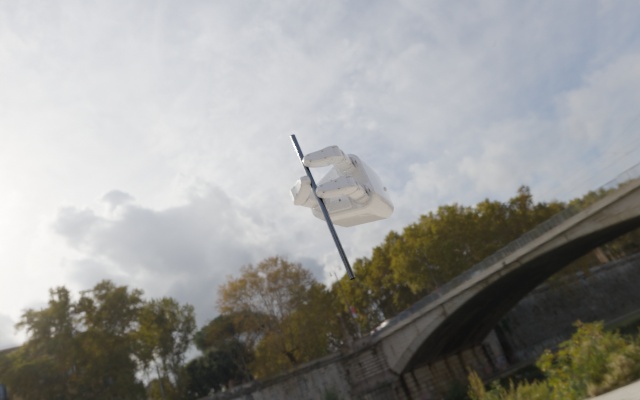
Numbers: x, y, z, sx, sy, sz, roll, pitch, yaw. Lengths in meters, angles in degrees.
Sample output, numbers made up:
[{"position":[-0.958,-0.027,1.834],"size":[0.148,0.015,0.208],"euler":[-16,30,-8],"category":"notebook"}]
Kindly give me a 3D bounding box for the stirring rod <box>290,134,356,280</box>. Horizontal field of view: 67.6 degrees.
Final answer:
[{"position":[0.000,0.002,0.679],"size":[0.011,0.239,0.011],"euler":[-19,-24,-9],"category":"stirring rod"}]
